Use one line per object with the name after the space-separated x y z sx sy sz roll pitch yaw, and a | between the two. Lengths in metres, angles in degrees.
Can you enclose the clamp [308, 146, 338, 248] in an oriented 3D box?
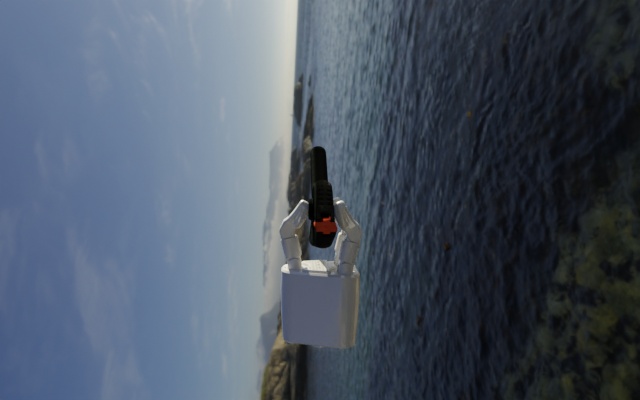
-0.001 0.003 0.691 0.036 0.164 0.210 -1 5 -4 | clamp
